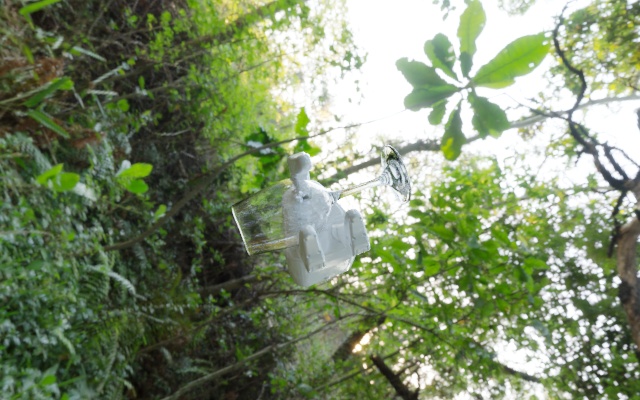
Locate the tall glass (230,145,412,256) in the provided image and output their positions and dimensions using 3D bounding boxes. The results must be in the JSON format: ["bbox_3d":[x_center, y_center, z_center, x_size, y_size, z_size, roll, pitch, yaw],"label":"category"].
[{"bbox_3d":[0.001,0.001,0.561,0.201,0.079,0.079,-20,4,-11],"label":"tall glass"}]
